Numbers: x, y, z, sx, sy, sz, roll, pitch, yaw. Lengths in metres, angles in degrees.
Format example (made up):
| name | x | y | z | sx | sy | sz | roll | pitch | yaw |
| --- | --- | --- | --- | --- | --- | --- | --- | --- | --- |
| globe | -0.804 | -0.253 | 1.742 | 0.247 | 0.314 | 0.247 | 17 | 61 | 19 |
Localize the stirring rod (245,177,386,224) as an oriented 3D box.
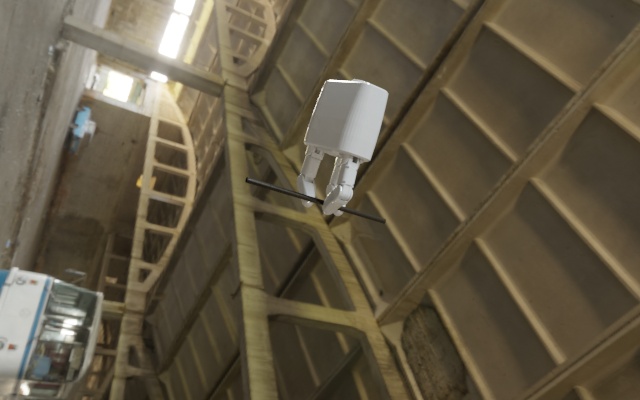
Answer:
| name | x | y | z | sx | sy | sz | roll | pitch | yaw |
| --- | --- | --- | --- | --- | --- | --- | --- | --- | --- |
| stirring rod | 0.000 | 0.002 | 0.720 | 0.239 | 0.011 | 0.011 | 17 | -8 | -26 |
